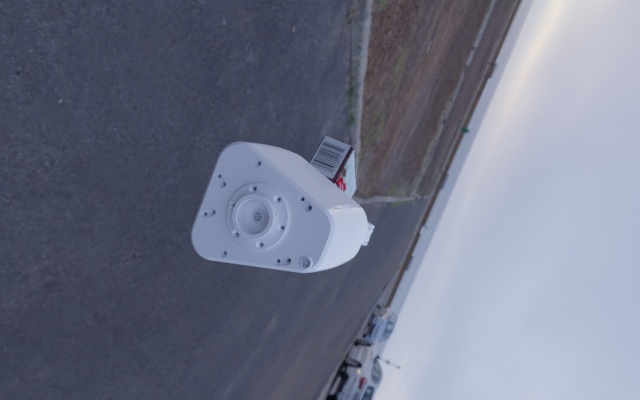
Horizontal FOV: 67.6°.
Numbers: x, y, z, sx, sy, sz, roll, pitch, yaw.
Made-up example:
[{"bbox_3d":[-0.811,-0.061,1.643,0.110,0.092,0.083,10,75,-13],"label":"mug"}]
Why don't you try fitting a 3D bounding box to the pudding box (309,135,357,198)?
[{"bbox_3d":[0.000,0.002,0.516,0.039,0.113,0.090,24,-22,17],"label":"pudding box"}]
